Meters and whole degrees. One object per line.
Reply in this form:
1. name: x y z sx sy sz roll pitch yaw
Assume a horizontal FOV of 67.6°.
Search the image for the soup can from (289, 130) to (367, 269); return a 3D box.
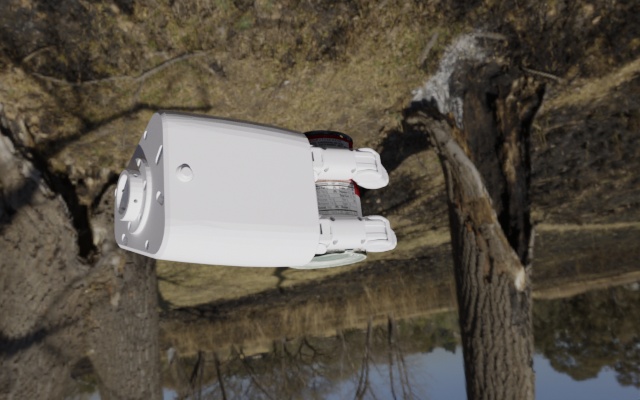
1. soup can: 0.000 0.002 0.401 0.068 0.102 0.068 -6 -16 -2
